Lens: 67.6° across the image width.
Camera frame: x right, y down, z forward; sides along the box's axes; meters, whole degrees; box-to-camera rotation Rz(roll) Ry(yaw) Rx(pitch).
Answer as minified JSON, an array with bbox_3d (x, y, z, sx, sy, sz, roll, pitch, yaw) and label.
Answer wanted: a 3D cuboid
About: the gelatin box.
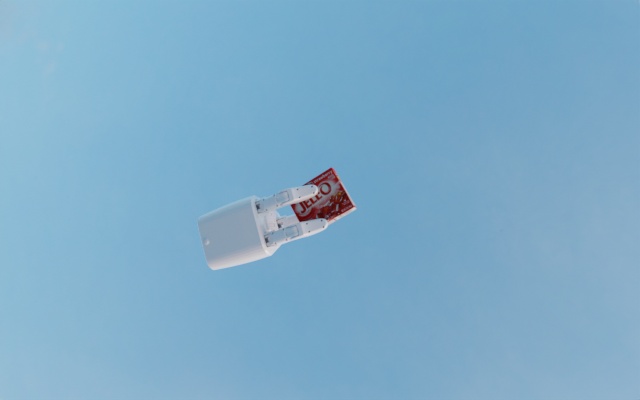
[{"bbox_3d":[0.001,0.002,0.751,0.089,0.073,0.030,-31,-11,8],"label":"gelatin box"}]
